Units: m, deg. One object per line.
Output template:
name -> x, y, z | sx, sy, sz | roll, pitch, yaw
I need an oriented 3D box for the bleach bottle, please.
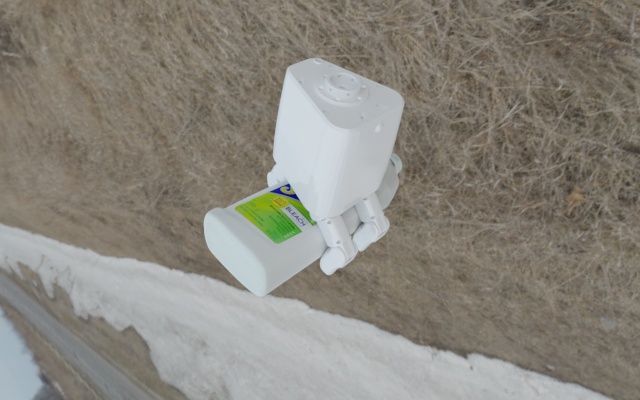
bleach bottle -> 0.000, 0.002, 0.545 | 0.102, 0.068, 0.250 | 39, 51, 25
